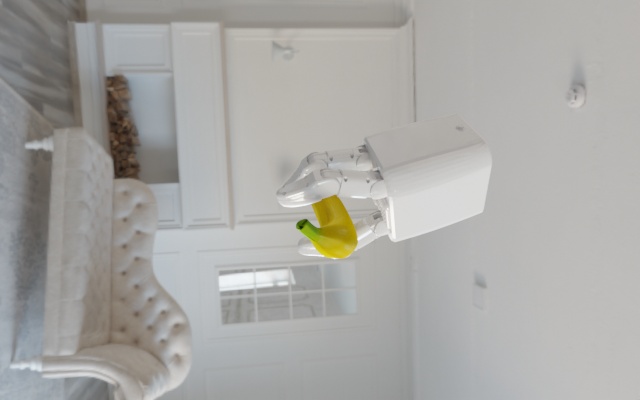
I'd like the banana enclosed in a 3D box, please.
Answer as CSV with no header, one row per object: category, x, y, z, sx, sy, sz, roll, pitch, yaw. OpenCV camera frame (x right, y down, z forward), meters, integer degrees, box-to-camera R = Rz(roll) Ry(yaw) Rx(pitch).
banana,0.010,0.018,0.503,0.037,0.069,0.197,-31,12,6
